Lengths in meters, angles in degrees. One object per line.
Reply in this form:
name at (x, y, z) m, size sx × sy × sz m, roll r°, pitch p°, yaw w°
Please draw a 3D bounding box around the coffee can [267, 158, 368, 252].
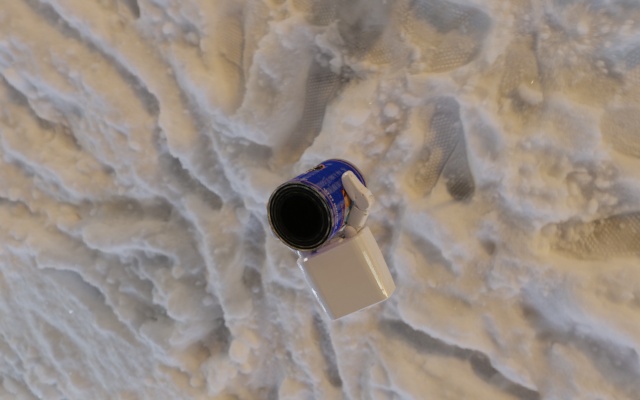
coffee can at (0.000, 0.002, 0.711) m, size 0.103 × 0.103 × 0.140 m, roll 0°, pitch 18°, yaw 27°
